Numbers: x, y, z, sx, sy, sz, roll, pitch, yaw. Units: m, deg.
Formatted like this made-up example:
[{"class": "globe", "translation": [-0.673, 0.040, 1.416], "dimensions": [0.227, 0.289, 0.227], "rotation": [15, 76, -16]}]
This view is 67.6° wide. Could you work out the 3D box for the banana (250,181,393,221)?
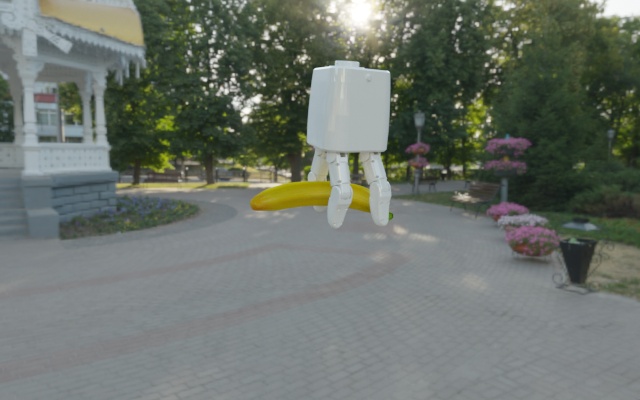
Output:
[{"class": "banana", "translation": [0.000, -0.004, 0.668], "dimensions": [0.198, 0.037, 0.069], "rotation": [3, 20, -11]}]
